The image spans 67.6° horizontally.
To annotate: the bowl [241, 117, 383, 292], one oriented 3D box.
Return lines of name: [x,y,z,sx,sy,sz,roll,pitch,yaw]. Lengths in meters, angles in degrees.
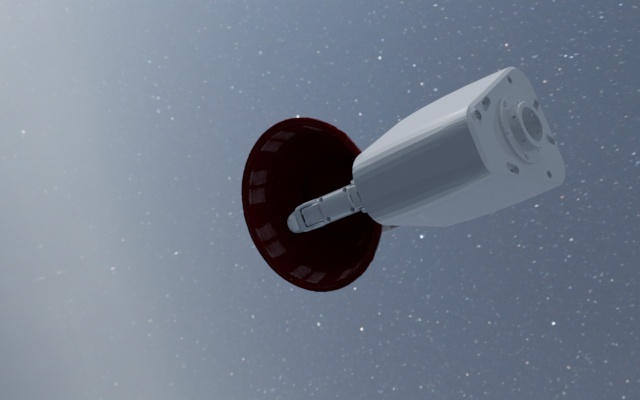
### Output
bowl: [-0.001,0.002,0.456,0.162,0.162,0.055,0,10,37]
